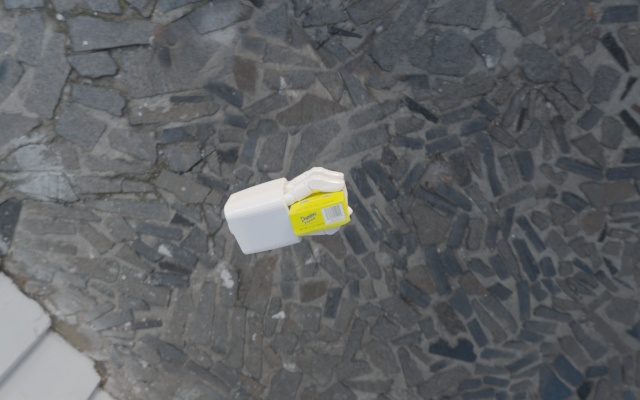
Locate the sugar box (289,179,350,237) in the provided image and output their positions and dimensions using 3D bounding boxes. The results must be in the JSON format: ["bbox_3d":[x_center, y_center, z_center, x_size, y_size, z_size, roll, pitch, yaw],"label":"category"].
[{"bbox_3d":[0.000,0.002,0.832,0.093,0.048,0.176,-15,18,5],"label":"sugar box"}]
